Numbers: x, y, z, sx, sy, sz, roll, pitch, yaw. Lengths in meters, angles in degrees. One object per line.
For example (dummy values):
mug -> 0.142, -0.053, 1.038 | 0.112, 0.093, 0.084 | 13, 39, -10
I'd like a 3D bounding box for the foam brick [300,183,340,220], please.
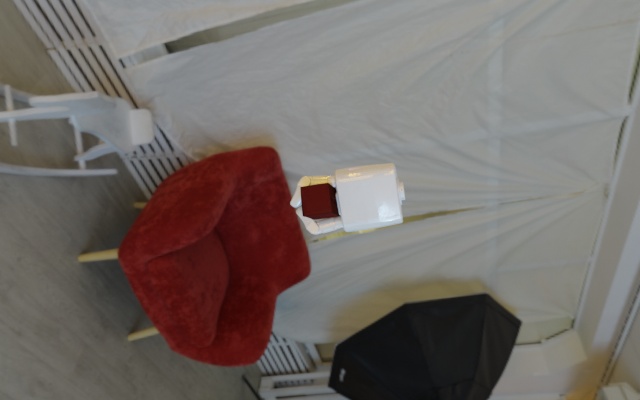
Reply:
foam brick -> 0.000, 0.003, 0.834 | 0.051, 0.053, 0.078 | -8, -8, 12
